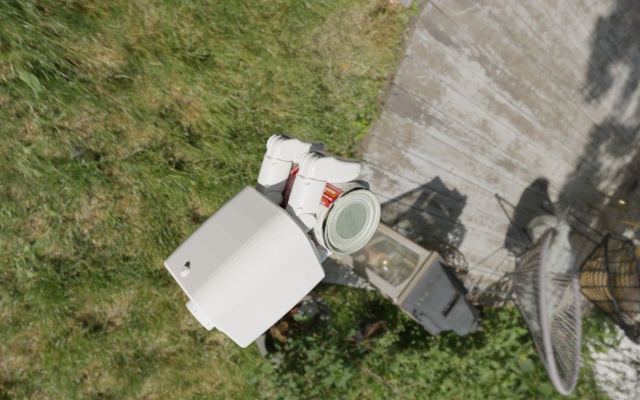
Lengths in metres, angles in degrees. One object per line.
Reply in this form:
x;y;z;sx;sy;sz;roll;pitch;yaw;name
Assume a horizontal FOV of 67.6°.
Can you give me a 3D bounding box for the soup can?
0.001;0.001;0.463;0.068;0.068;0.102;0;22;-39;soup can
